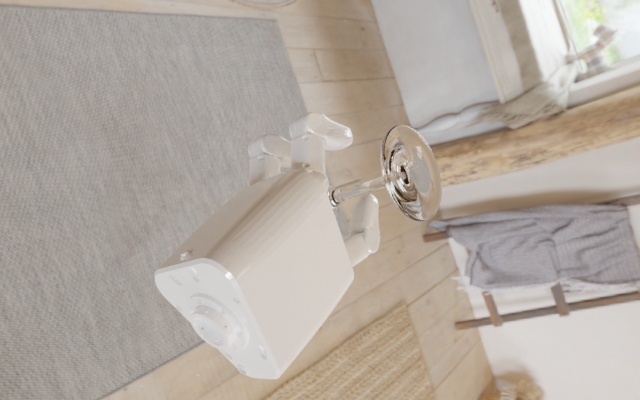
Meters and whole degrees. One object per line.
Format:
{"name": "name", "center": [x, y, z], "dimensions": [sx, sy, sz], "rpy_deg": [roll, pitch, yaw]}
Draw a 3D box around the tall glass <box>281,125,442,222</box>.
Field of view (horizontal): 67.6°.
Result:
{"name": "tall glass", "center": [0.001, 0.001, 0.422], "dimensions": [0.079, 0.079, 0.201], "rpy_deg": [0, -13, -45]}
